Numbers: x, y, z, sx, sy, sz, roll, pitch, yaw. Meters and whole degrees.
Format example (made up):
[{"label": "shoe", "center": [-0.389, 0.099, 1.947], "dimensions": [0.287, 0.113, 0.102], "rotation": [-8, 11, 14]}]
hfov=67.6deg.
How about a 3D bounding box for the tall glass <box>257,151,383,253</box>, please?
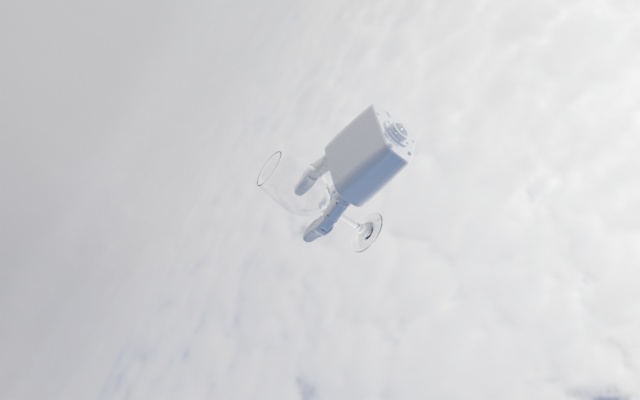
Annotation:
[{"label": "tall glass", "center": [0.001, 0.003, 0.747], "dimensions": [0.201, 0.079, 0.079], "rotation": [33, -14, -22]}]
